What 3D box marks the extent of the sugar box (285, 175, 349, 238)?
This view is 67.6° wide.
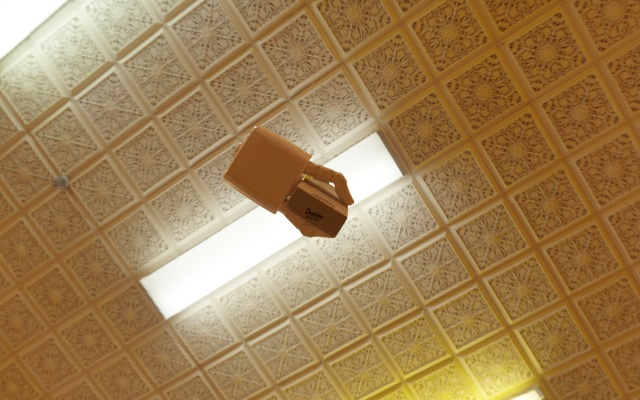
[{"bbox_3d":[0.000,0.003,0.801,0.093,0.048,0.176,32,14,-1],"label":"sugar box"}]
